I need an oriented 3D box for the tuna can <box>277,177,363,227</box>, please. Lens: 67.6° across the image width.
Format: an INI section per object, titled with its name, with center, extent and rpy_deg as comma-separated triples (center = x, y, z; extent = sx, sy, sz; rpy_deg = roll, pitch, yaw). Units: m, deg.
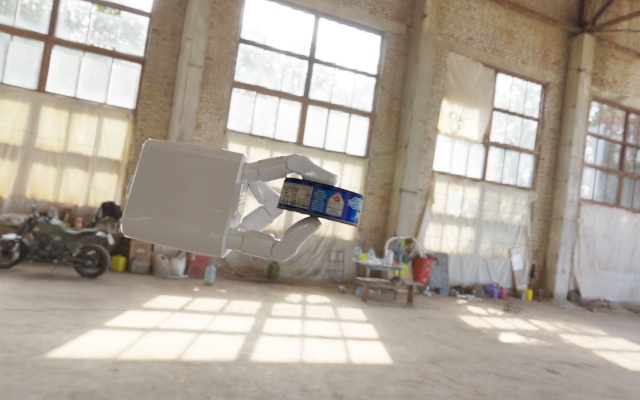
[tuna can]
center = 0.000, 0.001, 0.492
extent = 0.086, 0.034, 0.086
rpy_deg = 13, -2, 1
